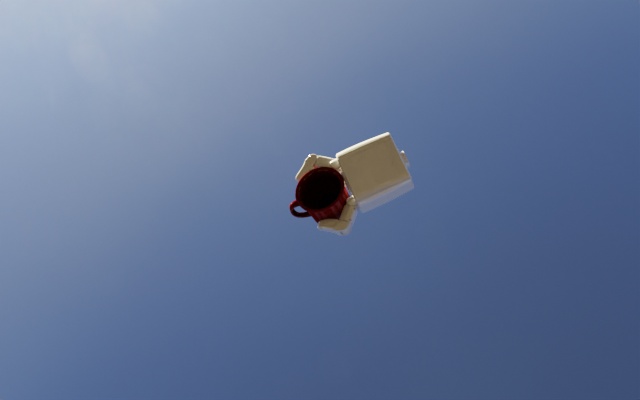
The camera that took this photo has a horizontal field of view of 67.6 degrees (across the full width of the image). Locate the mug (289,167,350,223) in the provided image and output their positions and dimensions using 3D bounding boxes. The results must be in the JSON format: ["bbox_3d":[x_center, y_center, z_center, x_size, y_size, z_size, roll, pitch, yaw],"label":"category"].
[{"bbox_3d":[-0.001,0.004,0.881,0.117,0.093,0.081,-24,-34,8],"label":"mug"}]
